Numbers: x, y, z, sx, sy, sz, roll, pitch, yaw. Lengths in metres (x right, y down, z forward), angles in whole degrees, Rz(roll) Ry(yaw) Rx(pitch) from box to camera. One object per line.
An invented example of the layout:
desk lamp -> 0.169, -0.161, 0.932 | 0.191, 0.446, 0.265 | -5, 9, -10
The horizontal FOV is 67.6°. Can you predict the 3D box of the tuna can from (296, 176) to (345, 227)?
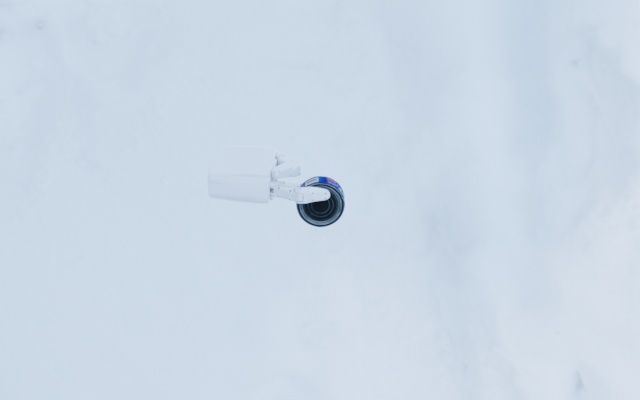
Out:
tuna can -> 0.000, 0.003, 0.835 | 0.086, 0.086, 0.033 | 0, 22, 0
